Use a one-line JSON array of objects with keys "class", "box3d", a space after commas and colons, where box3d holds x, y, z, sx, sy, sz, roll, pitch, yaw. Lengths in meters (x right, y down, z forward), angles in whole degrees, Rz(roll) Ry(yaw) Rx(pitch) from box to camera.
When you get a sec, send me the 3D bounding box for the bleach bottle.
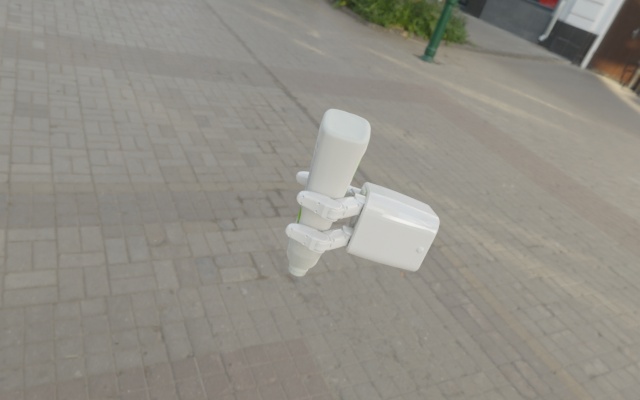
[{"class": "bleach bottle", "box3d": [0.000, 0.002, 0.693, 0.068, 0.251, 0.102, 18, 30, -3]}]
